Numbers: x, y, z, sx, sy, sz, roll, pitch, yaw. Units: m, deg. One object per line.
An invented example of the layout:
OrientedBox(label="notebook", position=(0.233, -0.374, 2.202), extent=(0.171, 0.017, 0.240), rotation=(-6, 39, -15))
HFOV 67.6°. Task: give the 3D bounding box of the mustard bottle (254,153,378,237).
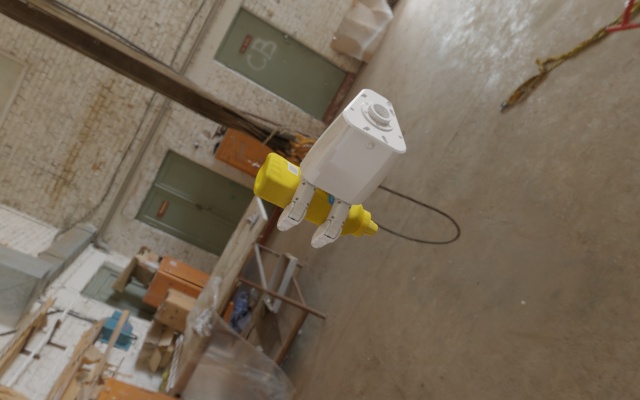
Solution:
OrientedBox(label="mustard bottle", position=(0.000, 0.002, 0.691), extent=(0.191, 0.058, 0.096), rotation=(27, 17, -15))
